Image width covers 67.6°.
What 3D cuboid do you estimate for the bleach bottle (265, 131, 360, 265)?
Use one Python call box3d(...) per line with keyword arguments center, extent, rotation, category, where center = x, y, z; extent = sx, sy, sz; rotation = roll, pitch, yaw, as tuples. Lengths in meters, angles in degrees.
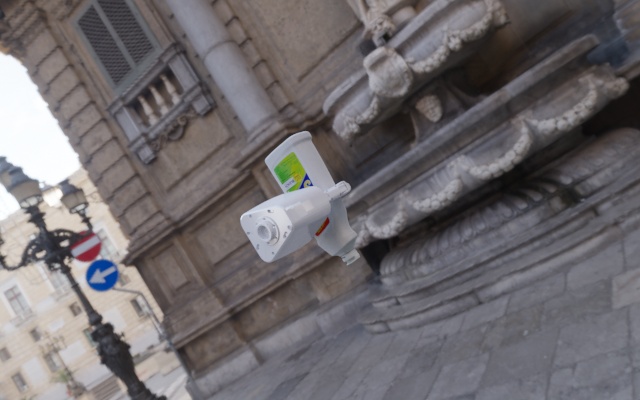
box3d(center=(0.000, 0.003, 0.889), extent=(0.102, 0.251, 0.068), rotation=(-35, -5, 37), category="bleach bottle")
